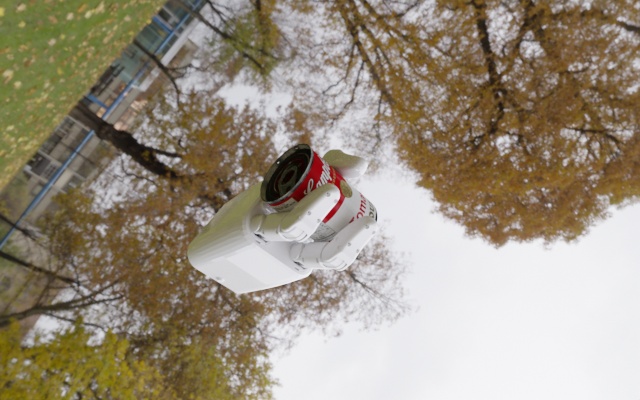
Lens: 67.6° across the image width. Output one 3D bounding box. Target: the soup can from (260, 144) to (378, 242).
[{"bbox_3d":[0.001,0.001,0.472,0.102,0.068,0.068,40,-23,-30],"label":"soup can"}]
